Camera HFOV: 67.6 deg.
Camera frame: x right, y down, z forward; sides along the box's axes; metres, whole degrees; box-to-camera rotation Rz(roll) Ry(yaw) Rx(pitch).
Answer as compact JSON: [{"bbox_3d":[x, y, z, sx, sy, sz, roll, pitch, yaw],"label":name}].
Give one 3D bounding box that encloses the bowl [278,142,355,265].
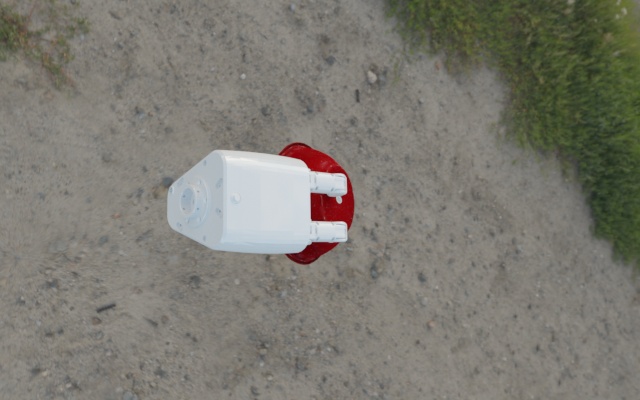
[{"bbox_3d":[0.001,0.002,0.619,0.055,0.162,0.162,-4,-2,29],"label":"bowl"}]
